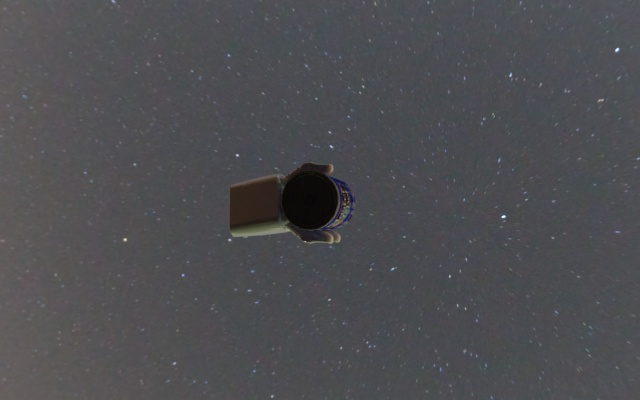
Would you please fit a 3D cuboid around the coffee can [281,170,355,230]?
[{"bbox_3d":[0.000,0.003,0.875,0.103,0.103,0.140,0,-3,16],"label":"coffee can"}]
